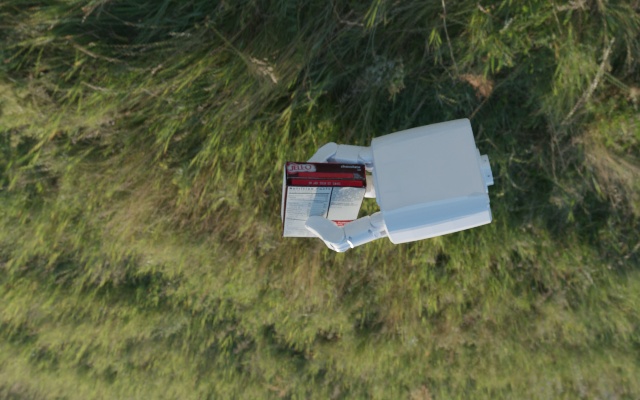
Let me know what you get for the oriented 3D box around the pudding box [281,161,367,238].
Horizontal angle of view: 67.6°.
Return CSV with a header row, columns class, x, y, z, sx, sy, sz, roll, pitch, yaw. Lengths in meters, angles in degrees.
class,x,y,z,sx,sy,sz,roll,pitch,yaw
pudding box,0.000,0.002,0.557,0.090,0.039,0.114,2,-36,-6
